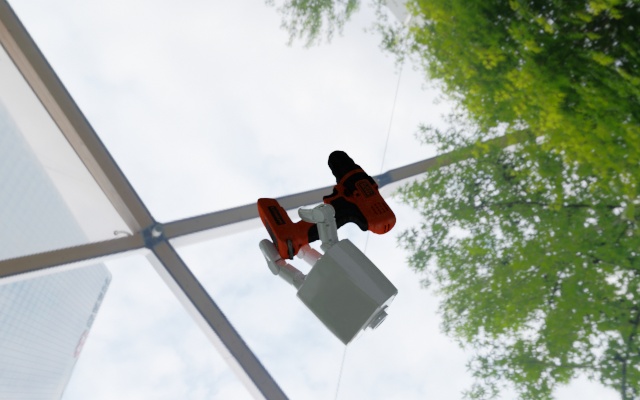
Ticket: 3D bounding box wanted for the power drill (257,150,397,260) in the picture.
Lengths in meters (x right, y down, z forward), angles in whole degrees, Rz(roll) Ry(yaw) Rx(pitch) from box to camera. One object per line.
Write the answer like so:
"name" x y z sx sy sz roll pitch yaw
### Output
"power drill" 0.000 0.003 0.750 0.187 0.057 0.184 -21 49 -14
